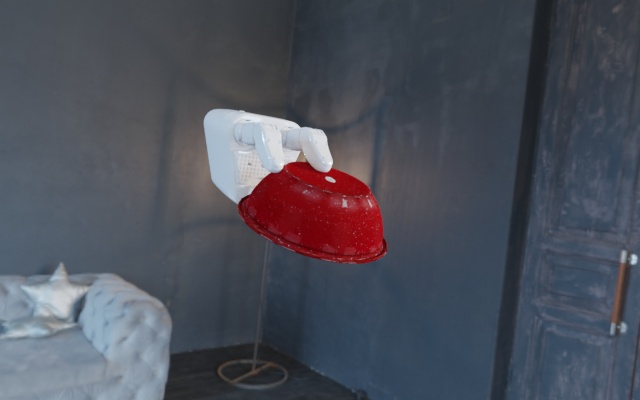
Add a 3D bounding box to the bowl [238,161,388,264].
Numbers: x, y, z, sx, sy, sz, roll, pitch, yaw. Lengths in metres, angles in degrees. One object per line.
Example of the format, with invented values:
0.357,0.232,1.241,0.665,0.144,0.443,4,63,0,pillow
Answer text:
0.001,0.002,0.491,0.162,0.055,0.162,16,18,-5,bowl
